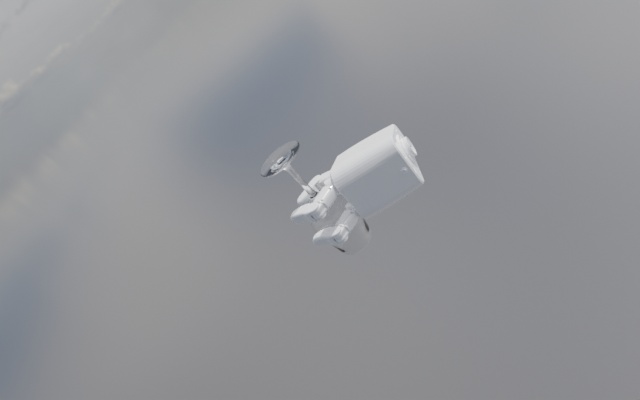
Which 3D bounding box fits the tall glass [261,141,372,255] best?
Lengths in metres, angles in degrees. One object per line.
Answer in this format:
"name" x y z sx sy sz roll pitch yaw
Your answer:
"tall glass" 0.000 0.002 0.748 0.079 0.079 0.201 0 -40 52
